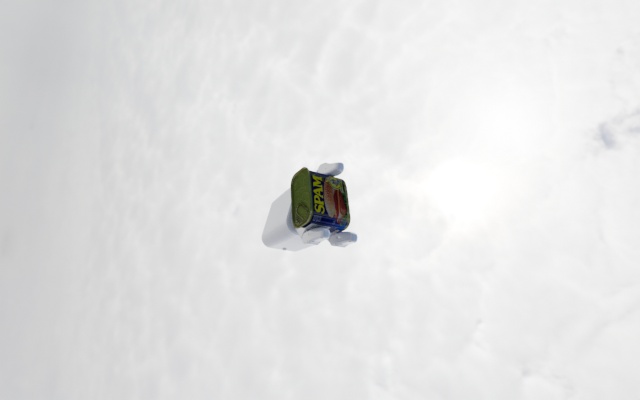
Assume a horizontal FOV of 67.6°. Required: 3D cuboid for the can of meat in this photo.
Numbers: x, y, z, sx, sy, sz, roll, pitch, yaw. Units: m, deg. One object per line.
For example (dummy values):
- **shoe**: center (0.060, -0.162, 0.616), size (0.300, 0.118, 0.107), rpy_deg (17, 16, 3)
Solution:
- **can of meat**: center (0.000, 0.003, 0.810), size (0.084, 0.102, 0.057), rpy_deg (13, -31, -33)
